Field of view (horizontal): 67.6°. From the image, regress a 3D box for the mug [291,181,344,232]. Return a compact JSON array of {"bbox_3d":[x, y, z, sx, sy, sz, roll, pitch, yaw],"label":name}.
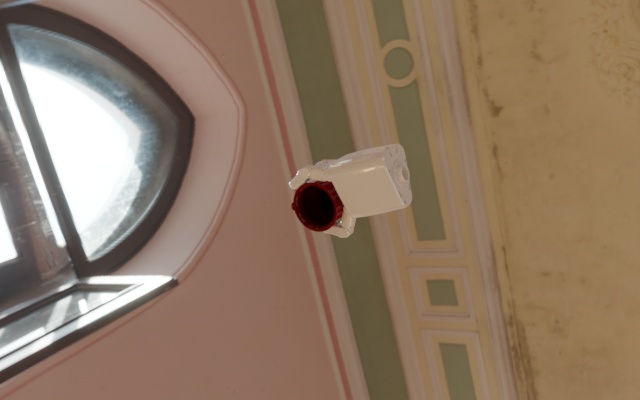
[{"bbox_3d":[-0.001,0.003,0.896,0.117,0.093,0.081,-9,12,35],"label":"mug"}]
